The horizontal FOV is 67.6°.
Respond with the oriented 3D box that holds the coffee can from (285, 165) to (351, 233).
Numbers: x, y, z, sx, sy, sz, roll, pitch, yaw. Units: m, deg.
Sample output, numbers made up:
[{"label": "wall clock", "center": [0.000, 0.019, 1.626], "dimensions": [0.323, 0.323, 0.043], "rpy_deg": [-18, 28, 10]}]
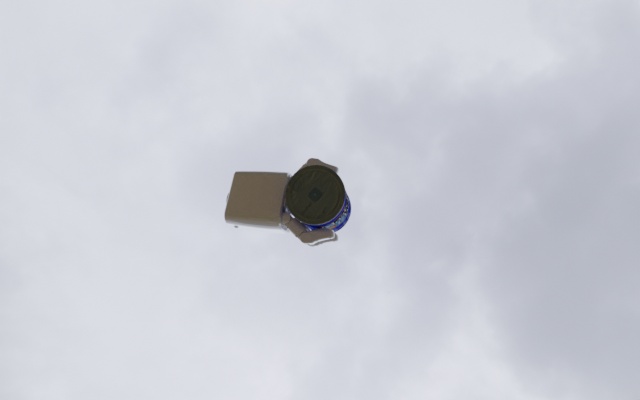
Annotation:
[{"label": "coffee can", "center": [0.000, 0.003, 0.866], "dimensions": [0.103, 0.102, 0.140], "rpy_deg": [0, -11, 8]}]
